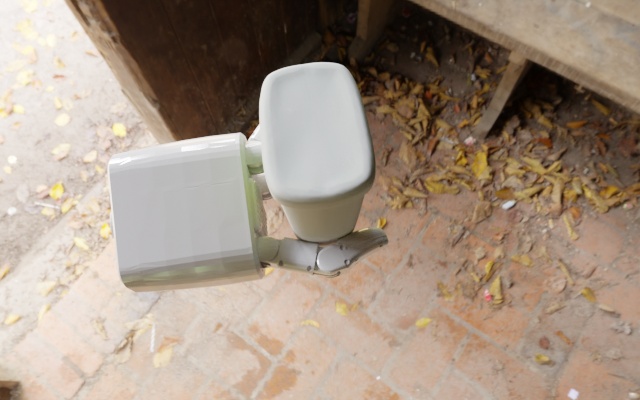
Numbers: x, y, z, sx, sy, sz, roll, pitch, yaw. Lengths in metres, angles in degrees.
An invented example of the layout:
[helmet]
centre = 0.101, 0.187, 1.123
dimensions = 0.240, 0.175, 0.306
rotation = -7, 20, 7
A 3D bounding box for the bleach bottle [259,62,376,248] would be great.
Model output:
[bleach bottle]
centre = 0.000, 0.001, 0.403
dimensions = 0.068, 0.102, 0.251
rotation = -8, -23, -1
